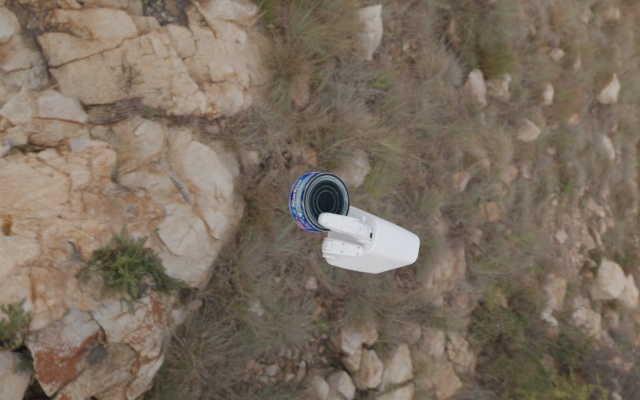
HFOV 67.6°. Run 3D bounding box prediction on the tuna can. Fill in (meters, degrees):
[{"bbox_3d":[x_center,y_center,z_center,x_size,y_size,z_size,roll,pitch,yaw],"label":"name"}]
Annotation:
[{"bbox_3d":[0.000,0.002,0.670,0.086,0.086,0.034,0,0,-36],"label":"tuna can"}]
